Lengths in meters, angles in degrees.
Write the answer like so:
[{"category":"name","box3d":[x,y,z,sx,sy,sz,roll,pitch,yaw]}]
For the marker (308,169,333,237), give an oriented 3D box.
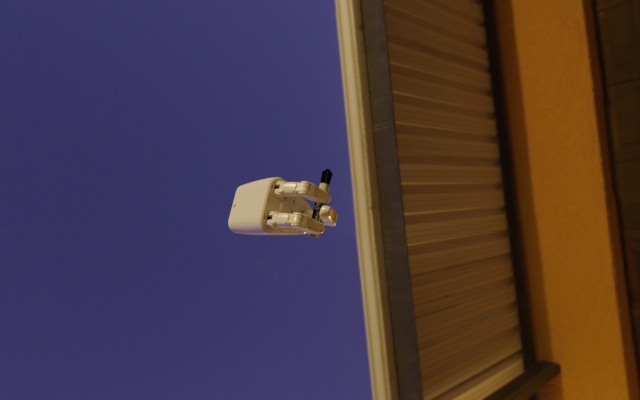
[{"category":"marker","box3d":[0.000,0.003,0.811,0.020,0.121,0.020,12,-17,4]}]
